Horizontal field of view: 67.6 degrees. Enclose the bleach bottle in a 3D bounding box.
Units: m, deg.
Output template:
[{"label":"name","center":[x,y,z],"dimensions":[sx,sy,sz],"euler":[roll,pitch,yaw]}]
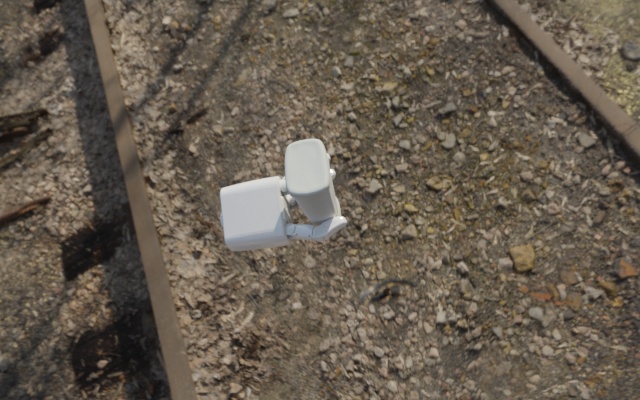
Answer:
[{"label":"bleach bottle","center":[0.000,0.003,0.821],"dimensions":[0.068,0.102,0.251],"euler":[-9,-28,7]}]
